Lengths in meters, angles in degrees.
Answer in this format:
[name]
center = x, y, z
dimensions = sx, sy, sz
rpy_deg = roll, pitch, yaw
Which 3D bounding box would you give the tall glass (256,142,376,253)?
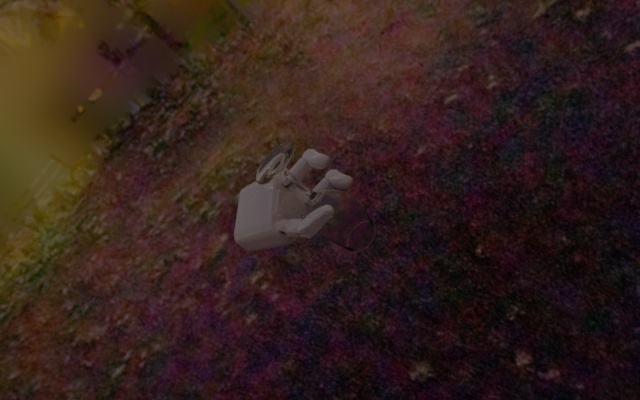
[tall glass]
center = 0.000, 0.002, 0.722
dimensions = 0.201, 0.079, 0.079
rpy_deg = 40, -23, -30
